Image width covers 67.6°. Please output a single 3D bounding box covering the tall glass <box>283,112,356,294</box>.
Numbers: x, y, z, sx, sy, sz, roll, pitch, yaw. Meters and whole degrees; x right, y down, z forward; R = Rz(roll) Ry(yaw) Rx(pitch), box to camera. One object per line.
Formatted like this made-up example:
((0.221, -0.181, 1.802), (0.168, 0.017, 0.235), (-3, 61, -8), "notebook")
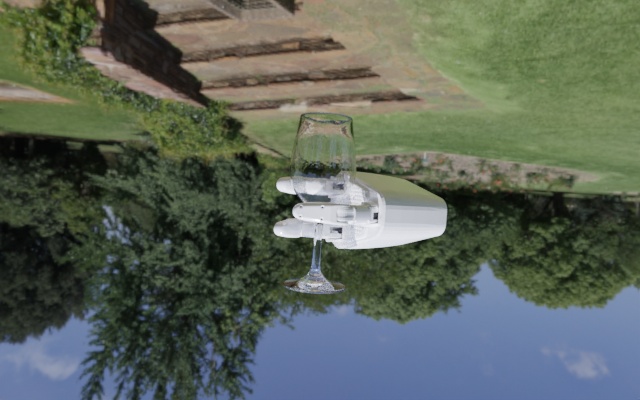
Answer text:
((0.000, 0.003, 0.559), (0.079, 0.201, 0.079), (4, 2, 0), "tall glass")
